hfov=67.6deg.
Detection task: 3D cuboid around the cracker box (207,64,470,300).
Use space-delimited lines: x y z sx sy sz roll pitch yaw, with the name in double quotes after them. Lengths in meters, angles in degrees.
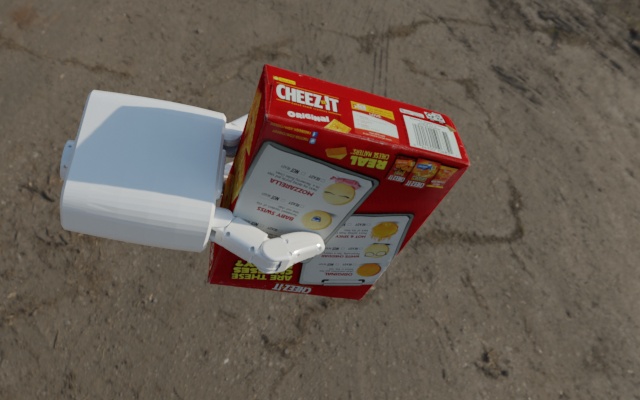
0.000 0.001 0.428 0.164 0.072 0.214 10 -43 -18 "cracker box"
